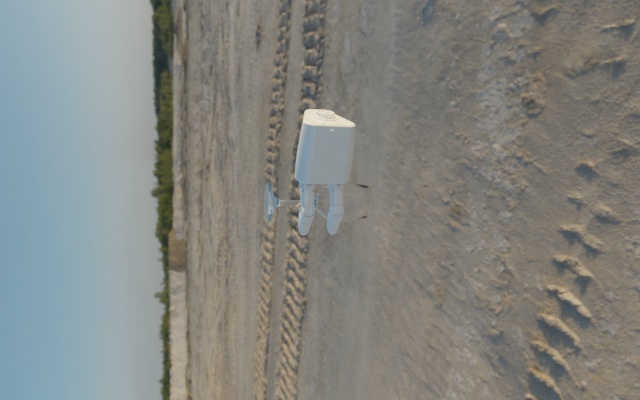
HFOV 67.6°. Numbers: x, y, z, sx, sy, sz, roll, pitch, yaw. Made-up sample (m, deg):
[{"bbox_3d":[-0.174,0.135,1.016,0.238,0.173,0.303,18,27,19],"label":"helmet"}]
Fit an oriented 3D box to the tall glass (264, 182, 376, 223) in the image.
[{"bbox_3d":[-0.001,0.003,0.896,0.201,0.079,0.079,0,0,-18],"label":"tall glass"}]
